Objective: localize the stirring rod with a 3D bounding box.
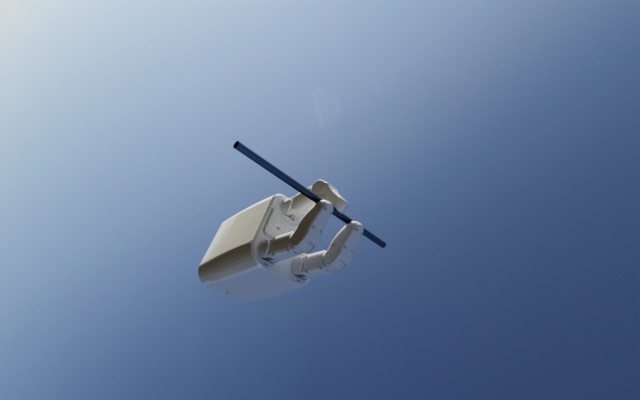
[{"bbox_3d":[0.000,0.002,0.515,0.011,0.011,0.240,0,-26,46],"label":"stirring rod"}]
